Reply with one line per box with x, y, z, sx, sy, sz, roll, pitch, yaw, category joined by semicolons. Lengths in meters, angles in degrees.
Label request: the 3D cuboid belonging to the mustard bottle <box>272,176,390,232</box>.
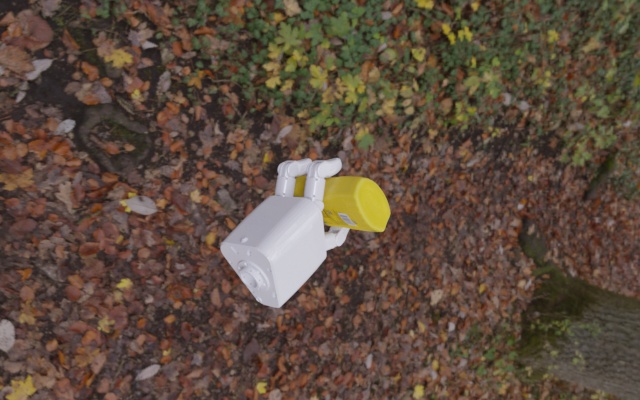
0.000;0.002;0.702;0.191;0.058;0.096;4;-29;39;mustard bottle
